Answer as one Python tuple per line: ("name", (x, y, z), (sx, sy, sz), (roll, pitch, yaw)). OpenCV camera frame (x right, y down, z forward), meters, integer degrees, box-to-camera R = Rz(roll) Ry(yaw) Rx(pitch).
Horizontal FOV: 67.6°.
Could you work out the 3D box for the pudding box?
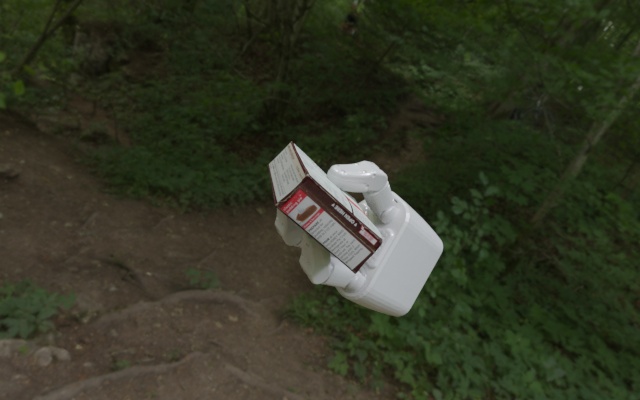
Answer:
("pudding box", (0.000, 0.001, 0.415), (0.090, 0.039, 0.113), (41, 7, -20))
